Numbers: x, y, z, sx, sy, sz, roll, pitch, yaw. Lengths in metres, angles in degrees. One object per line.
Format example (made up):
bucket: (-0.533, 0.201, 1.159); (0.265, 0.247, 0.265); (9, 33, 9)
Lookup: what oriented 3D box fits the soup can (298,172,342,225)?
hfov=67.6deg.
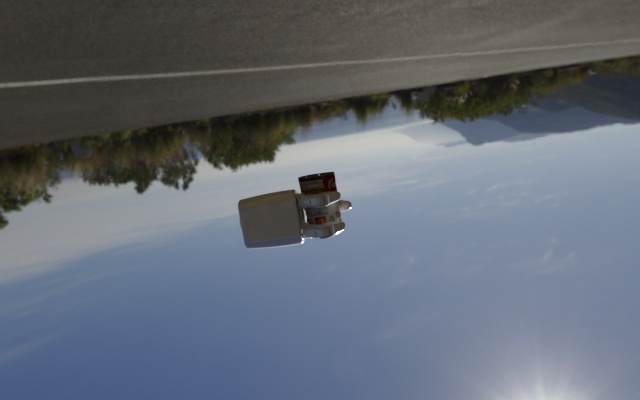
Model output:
soup can: (0.001, 0.003, 0.874); (0.068, 0.102, 0.068); (-9, 7, 1)
